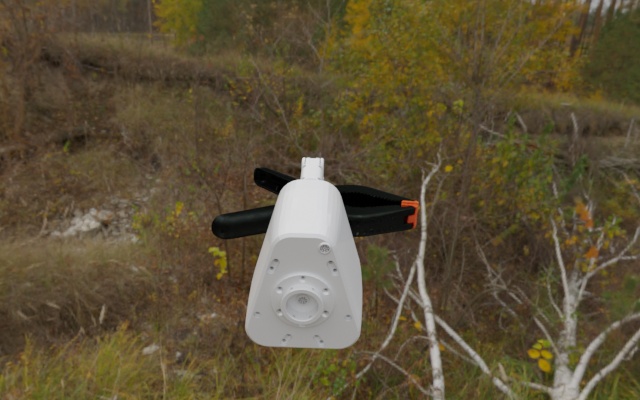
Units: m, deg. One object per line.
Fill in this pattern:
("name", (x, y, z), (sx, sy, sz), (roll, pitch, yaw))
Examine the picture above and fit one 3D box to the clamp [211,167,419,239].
("clamp", (0.001, 0.001, 0.533), (0.210, 0.036, 0.164), (2, 24, 0))
